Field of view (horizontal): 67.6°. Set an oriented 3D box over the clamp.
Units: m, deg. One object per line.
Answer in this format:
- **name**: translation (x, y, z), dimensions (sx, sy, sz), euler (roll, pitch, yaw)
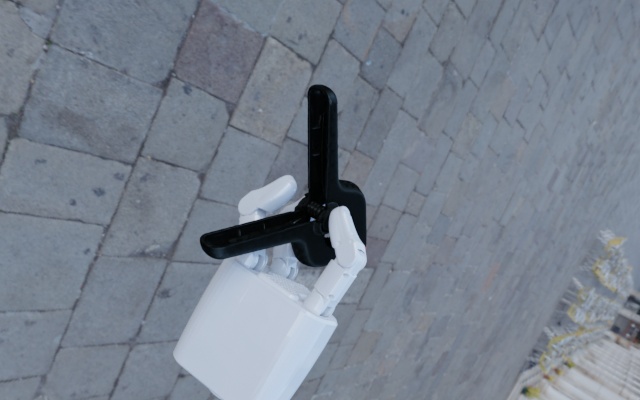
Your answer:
- **clamp**: translation (0.001, 0.002, 0.450), dimensions (0.036, 0.164, 0.210), euler (32, 0, 35)
